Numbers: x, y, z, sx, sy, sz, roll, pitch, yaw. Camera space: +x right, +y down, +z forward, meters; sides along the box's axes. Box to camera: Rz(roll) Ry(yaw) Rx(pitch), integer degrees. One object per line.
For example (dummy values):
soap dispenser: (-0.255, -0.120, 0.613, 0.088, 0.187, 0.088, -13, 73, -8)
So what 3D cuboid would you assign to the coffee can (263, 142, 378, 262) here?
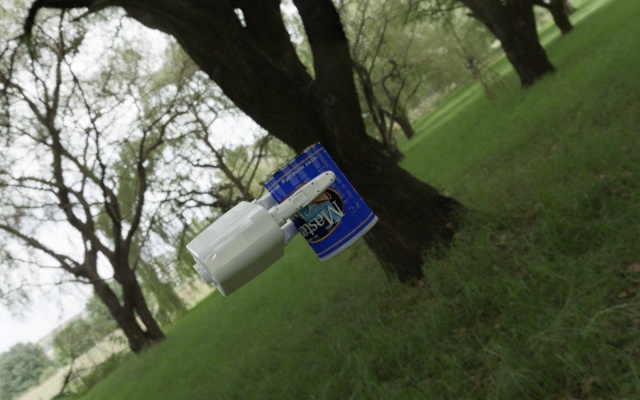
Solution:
coffee can: (0.000, 0.002, 0.685, 0.103, 0.140, 0.103, -37, 1, 1)
